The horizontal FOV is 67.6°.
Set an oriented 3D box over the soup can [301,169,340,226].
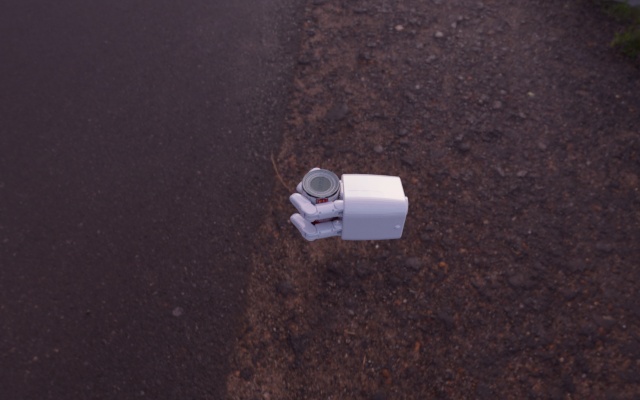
[{"bbox_3d":[0.000,0.002,0.849,0.068,0.068,0.102,0,-40,-1],"label":"soup can"}]
